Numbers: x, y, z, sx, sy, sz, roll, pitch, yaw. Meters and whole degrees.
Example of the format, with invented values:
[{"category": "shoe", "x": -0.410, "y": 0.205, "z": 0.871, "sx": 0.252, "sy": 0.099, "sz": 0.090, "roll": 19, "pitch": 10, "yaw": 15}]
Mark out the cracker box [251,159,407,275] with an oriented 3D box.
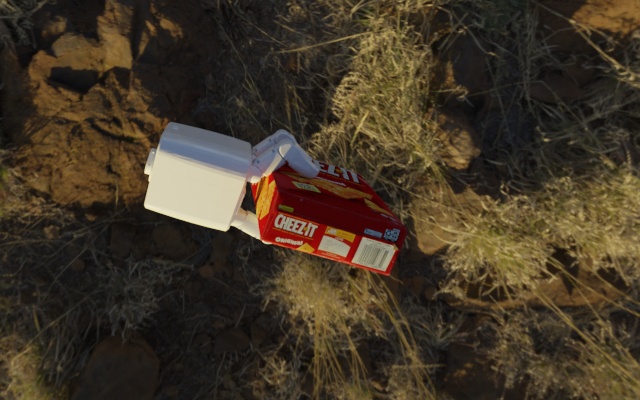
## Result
[{"category": "cracker box", "x": 0.000, "y": 0.002, "z": 0.628, "sx": 0.164, "sy": 0.072, "sz": 0.213, "roll": 17, "pitch": 16, "yaw": -16}]
